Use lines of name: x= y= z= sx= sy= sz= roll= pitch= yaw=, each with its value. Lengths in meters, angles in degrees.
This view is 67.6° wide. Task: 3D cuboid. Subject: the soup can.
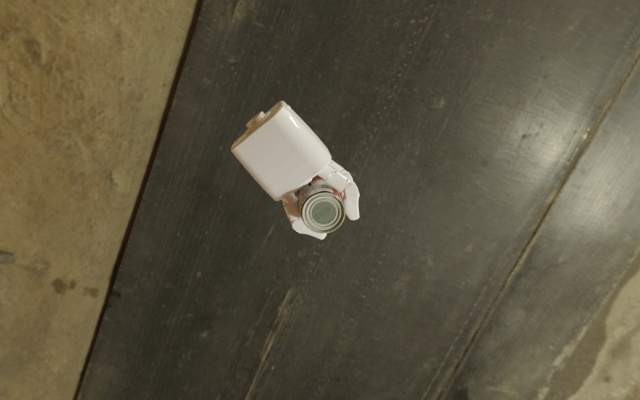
soup can: x=0.000 y=0.003 z=0.746 sx=0.068 sy=0.068 sz=0.102 roll=0 pitch=18 yaw=-6
